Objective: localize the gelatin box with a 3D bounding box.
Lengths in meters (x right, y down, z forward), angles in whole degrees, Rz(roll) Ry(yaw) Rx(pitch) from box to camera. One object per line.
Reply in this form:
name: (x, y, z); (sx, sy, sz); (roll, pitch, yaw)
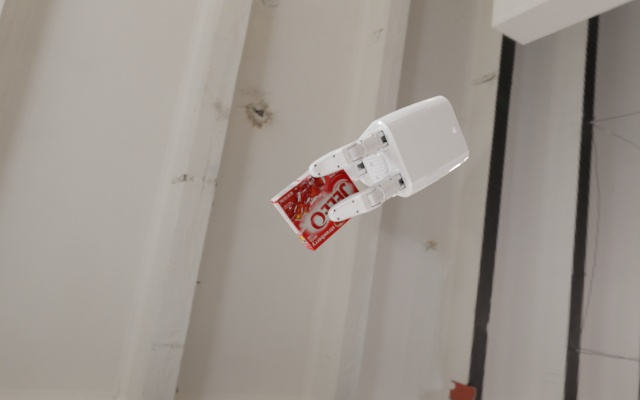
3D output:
gelatin box: (0.000, 0.002, 0.553); (0.089, 0.073, 0.030); (-40, 13, -16)
